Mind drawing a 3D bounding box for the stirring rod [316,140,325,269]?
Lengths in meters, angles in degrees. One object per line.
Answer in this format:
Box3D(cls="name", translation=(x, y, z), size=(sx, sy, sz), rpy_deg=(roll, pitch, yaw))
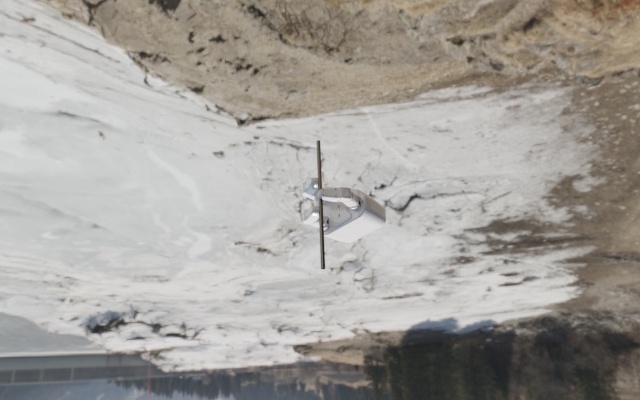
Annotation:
Box3D(cls="stirring rod", translation=(0.000, 0.003, 0.850), size=(0.011, 0.239, 0.011), rpy_deg=(-2, -19, -1))
